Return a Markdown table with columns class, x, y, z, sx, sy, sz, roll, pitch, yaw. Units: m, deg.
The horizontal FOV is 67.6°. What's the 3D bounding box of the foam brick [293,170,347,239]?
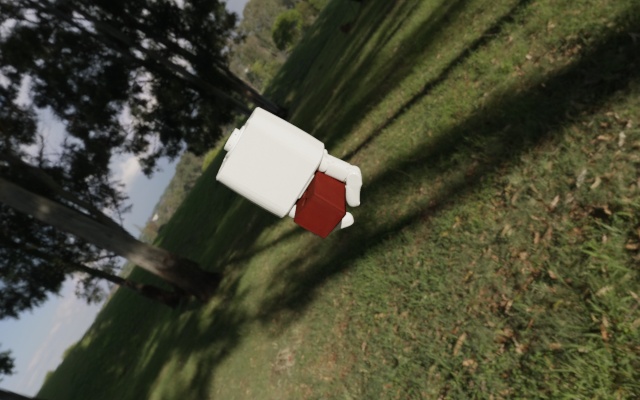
| class | x | y | z | sx | sy | sz | roll | pitch | yaw |
| --- | --- | --- | --- | --- | --- | --- | --- | --- | --- |
| foam brick | 0.000 | 0.002 | 0.646 | 0.051 | 0.053 | 0.078 | 30 | 29 | -16 |
